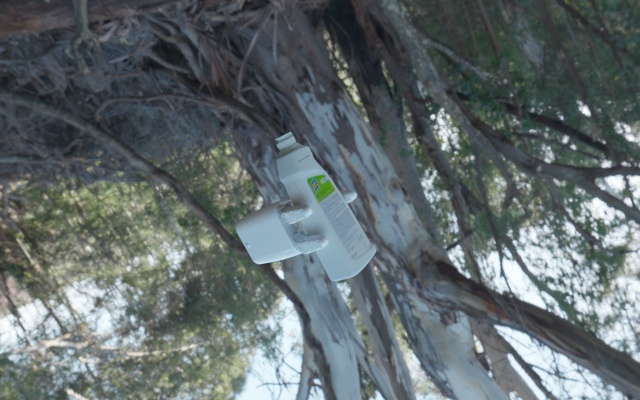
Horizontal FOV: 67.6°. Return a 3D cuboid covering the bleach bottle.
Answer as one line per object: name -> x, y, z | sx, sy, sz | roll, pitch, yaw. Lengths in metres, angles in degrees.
bleach bottle -> 0.000, 0.003, 0.792 | 0.068, 0.251, 0.102 | -21, 12, 35
